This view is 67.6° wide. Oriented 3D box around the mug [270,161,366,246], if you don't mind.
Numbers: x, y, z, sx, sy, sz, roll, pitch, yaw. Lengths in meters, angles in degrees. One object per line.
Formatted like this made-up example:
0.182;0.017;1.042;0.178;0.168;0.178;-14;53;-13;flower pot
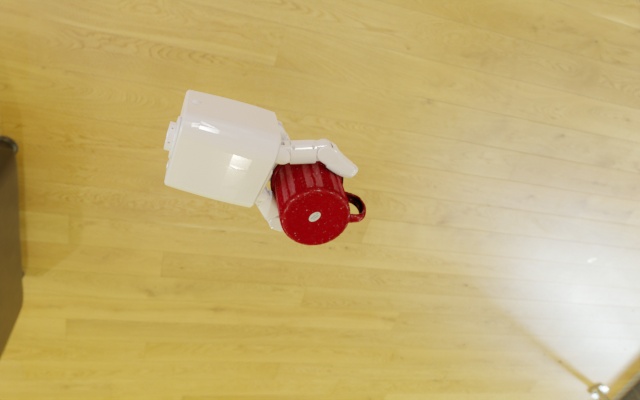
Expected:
0.001;0.002;0.572;0.117;0.093;0.081;14;30;-19;mug
